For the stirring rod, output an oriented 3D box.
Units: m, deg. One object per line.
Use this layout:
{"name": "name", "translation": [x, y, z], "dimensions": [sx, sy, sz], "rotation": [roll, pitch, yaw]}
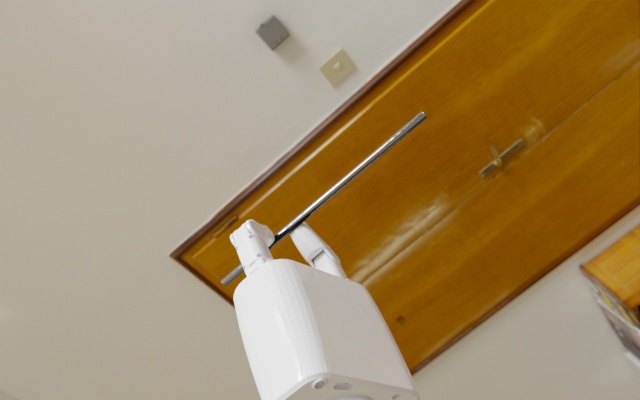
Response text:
{"name": "stirring rod", "translation": [0.000, 0.001, 0.436], "dimensions": [0.239, 0.011, 0.011], "rotation": [-40, -7, 8]}
